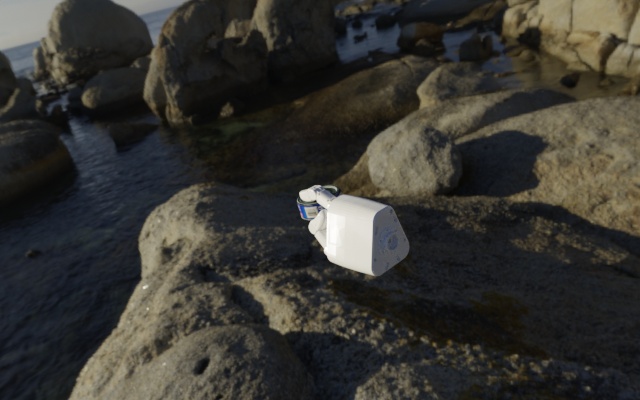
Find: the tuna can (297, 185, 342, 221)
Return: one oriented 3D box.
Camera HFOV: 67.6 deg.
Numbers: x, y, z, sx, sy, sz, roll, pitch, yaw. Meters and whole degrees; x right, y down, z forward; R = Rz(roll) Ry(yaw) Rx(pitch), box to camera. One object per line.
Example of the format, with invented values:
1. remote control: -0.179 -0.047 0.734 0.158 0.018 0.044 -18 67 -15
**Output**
1. tuna can: 0.000 0.002 0.893 0.086 0.034 0.086 -15 21 6
